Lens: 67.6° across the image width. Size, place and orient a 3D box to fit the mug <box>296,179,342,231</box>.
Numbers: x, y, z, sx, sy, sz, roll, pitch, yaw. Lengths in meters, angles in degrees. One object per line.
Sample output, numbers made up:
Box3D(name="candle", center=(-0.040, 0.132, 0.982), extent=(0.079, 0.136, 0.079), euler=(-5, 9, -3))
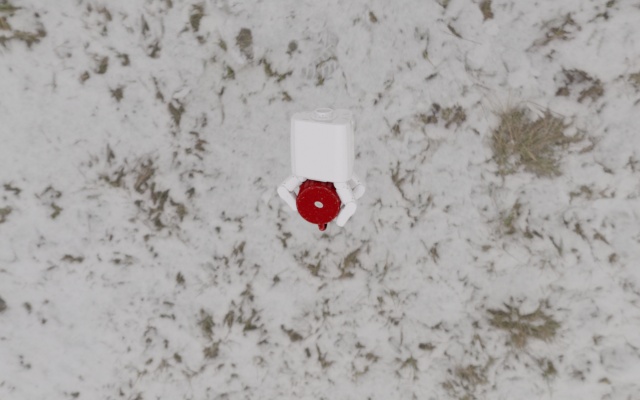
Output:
Box3D(name="mug", center=(0.000, 0.004, 0.896), extent=(0.093, 0.117, 0.081), euler=(1, 27, 7))
